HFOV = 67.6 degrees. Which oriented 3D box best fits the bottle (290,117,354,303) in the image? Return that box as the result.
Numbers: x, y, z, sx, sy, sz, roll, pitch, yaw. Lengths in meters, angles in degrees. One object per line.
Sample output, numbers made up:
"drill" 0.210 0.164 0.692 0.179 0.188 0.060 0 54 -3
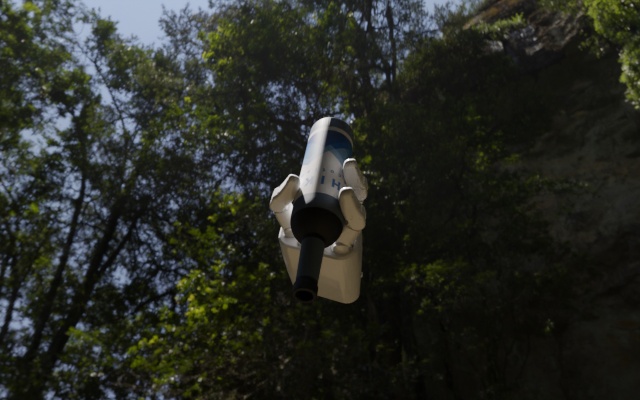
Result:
"bottle" 0.000 0.002 0.613 0.069 0.069 0.295 0 43 9
